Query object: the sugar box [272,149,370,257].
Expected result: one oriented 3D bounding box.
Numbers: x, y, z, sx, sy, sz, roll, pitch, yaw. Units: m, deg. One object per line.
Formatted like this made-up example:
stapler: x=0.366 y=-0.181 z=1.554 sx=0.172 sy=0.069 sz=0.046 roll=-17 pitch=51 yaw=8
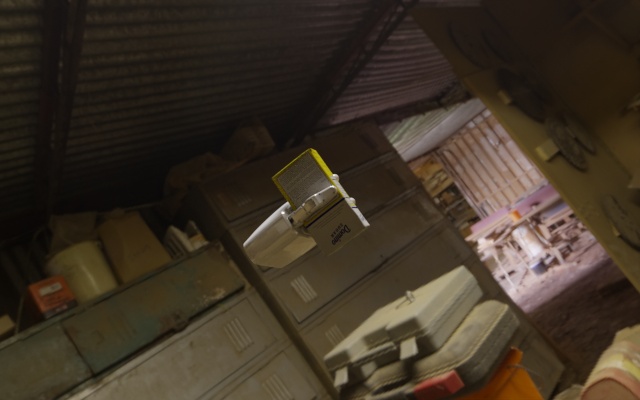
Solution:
sugar box: x=0.000 y=0.003 z=0.862 sx=0.093 sy=0.176 sz=0.048 roll=-37 pitch=-9 yaw=14
